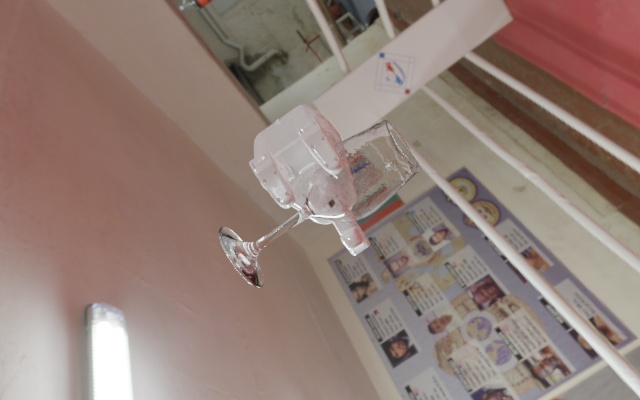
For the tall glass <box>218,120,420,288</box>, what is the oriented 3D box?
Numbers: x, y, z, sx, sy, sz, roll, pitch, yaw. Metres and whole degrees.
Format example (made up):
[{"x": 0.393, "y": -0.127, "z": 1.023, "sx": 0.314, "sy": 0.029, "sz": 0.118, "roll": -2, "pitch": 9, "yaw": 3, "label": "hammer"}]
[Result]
[{"x": 0.000, "y": 0.002, "z": 0.482, "sx": 0.201, "sy": 0.079, "sz": 0.079, "roll": -35, "pitch": -3, "yaw": 5, "label": "tall glass"}]
